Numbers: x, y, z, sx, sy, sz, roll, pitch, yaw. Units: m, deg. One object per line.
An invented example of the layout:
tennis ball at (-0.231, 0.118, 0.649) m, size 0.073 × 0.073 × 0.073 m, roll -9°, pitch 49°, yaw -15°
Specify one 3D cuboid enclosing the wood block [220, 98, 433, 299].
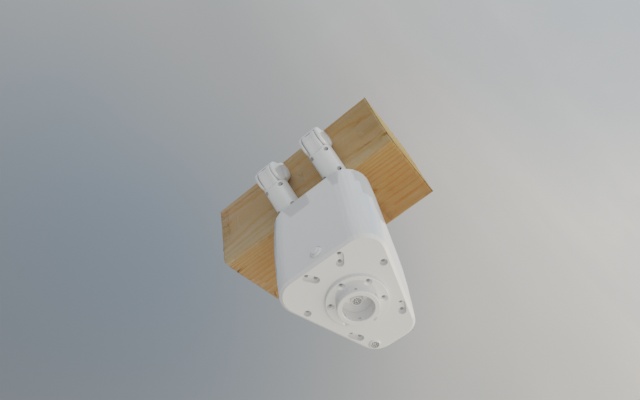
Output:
wood block at (0.000, 0.002, 0.514) m, size 0.206 × 0.090 × 0.091 m, roll -37°, pitch -53°, yaw 14°
